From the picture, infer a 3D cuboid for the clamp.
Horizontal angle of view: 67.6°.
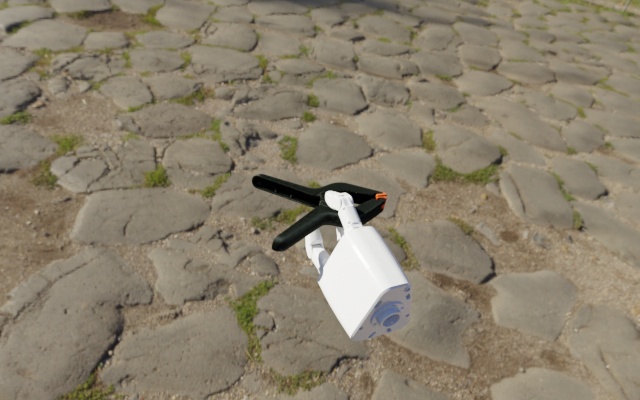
[{"bbox_3d":[0.001,0.002,0.740,0.210,0.036,0.164,-9,42,-23],"label":"clamp"}]
